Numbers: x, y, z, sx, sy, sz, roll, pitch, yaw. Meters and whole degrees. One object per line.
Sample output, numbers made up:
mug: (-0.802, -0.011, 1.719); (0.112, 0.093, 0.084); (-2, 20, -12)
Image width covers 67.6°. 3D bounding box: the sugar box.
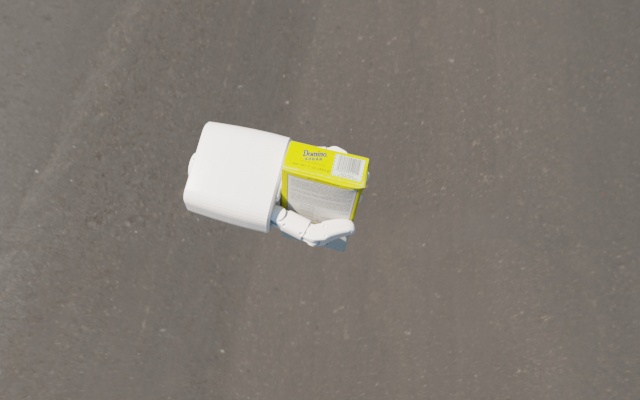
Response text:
sugar box: (0.000, 0.001, 0.592); (0.093, 0.048, 0.176); (14, -27, 2)
